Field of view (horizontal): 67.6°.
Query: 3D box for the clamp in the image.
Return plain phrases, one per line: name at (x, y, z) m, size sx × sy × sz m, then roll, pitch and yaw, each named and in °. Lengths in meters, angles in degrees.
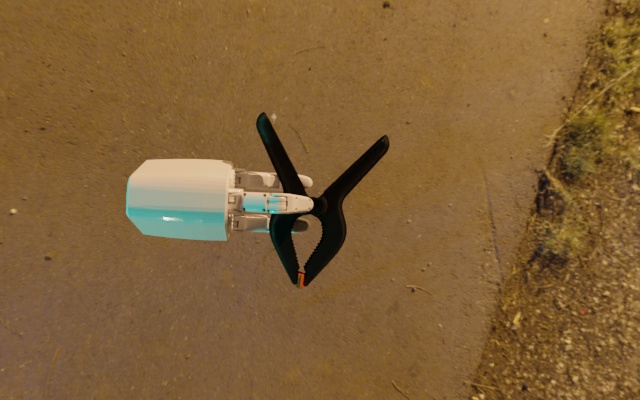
clamp at (0.000, 0.002, 0.582) m, size 0.164 × 0.210 × 0.036 m, roll 3°, pitch 0°, yaw -6°
